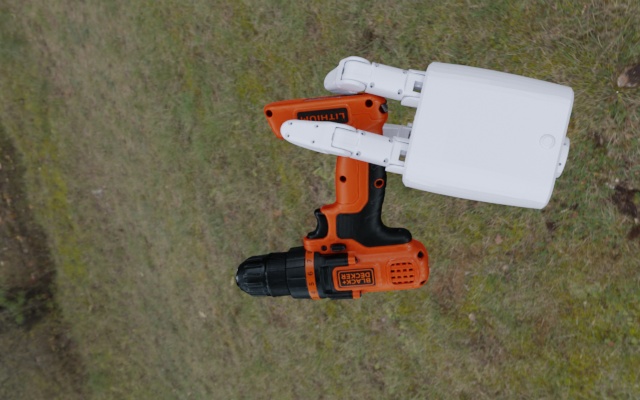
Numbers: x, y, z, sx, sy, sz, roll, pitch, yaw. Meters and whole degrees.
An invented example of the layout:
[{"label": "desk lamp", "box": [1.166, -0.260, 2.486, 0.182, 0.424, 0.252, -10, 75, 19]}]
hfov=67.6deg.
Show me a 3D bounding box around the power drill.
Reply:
[{"label": "power drill", "box": [0.000, 0.001, 0.436, 0.184, 0.188, 0.057, -6, 16, 7]}]
